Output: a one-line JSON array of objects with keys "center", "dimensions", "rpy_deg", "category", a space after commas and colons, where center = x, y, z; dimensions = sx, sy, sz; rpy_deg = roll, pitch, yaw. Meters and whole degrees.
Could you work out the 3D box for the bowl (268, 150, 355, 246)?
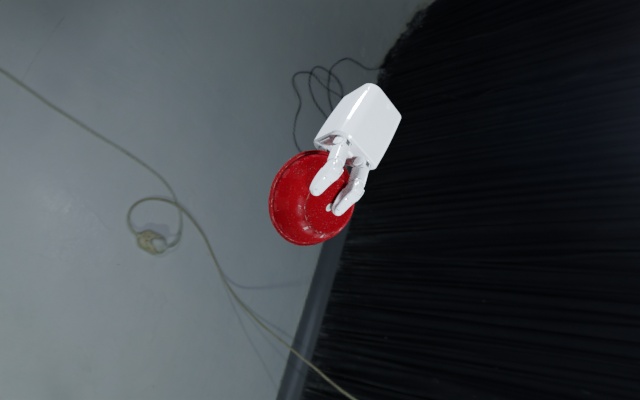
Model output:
[{"center": [0.000, 0.004, 0.764], "dimensions": [0.162, 0.162, 0.055], "rpy_deg": [0, 13, -33], "category": "bowl"}]
